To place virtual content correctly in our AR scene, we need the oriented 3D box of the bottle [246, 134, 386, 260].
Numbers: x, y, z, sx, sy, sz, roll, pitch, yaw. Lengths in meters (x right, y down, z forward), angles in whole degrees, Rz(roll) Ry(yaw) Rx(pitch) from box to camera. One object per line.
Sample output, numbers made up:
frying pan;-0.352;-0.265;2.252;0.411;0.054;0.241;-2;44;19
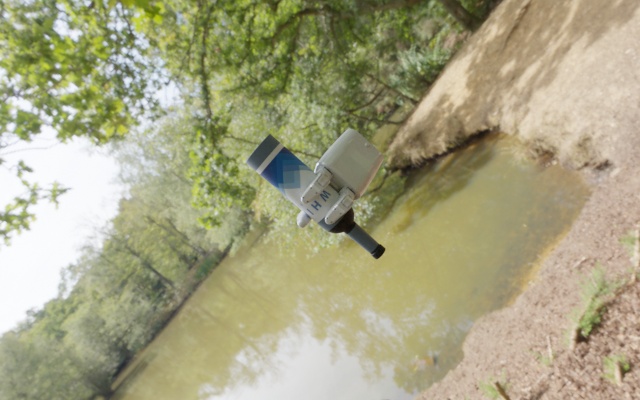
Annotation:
bottle;0.000;0.003;0.859;0.296;0.069;0.069;41;-6;-7
